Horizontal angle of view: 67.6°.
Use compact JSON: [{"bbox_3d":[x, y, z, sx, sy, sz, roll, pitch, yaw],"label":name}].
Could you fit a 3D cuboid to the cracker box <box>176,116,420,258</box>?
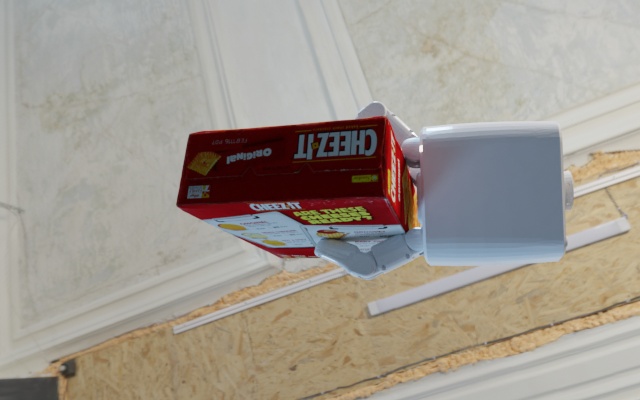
[{"bbox_3d":[0.000,0.002,0.442,0.164,0.072,0.214,-3,-18,17],"label":"cracker box"}]
